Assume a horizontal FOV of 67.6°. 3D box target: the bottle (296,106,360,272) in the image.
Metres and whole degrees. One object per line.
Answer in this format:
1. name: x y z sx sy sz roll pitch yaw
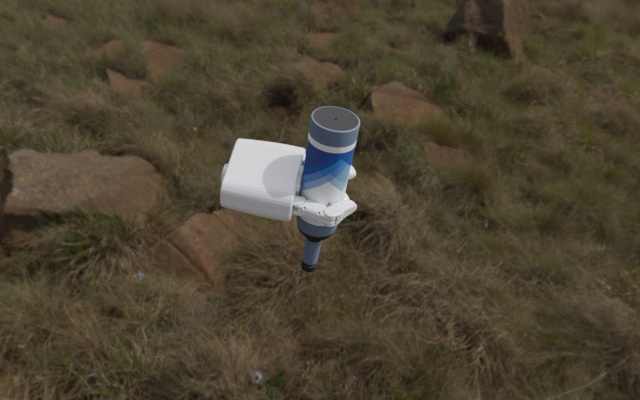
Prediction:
1. bottle: 0.000 0.002 0.729 0.069 0.296 0.069 6 40 -5
